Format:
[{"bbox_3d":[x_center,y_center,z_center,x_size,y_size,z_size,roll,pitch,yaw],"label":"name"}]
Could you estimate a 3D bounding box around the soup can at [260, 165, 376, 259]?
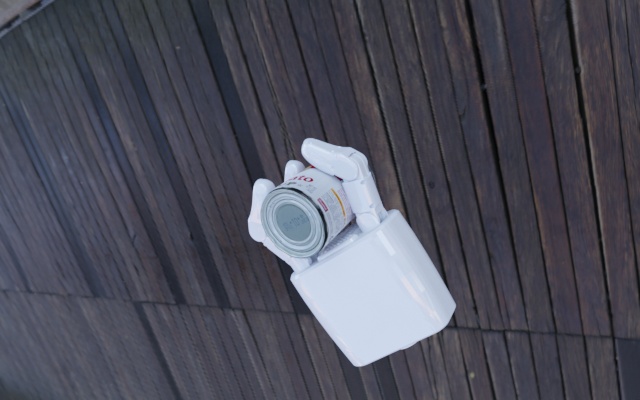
[{"bbox_3d":[0.000,0.001,0.440,0.068,0.068,0.102,0,22,32],"label":"soup can"}]
